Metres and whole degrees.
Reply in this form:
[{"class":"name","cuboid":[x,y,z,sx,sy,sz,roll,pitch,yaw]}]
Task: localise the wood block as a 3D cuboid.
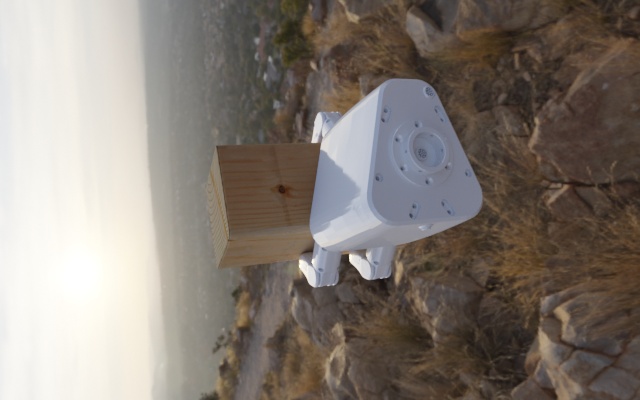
[{"class":"wood block","cuboid":[0.000,0.001,0.475,0.206,0.090,0.090,-4,-25,-21]}]
